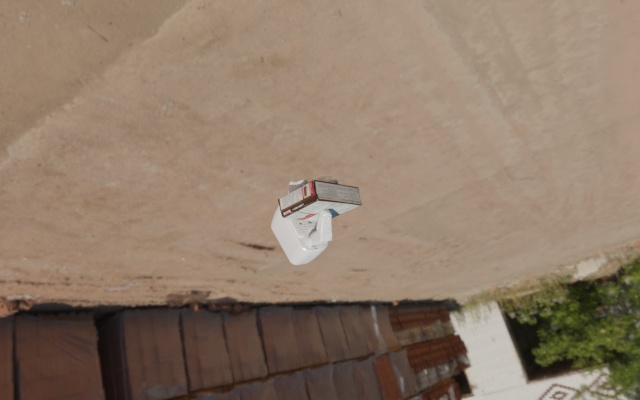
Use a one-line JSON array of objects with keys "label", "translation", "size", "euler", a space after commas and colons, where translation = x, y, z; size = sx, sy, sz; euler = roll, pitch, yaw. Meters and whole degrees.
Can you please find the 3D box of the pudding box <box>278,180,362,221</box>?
[{"label": "pudding box", "translation": [0.000, 0.003, 0.804], "size": [0.090, 0.039, 0.113], "euler": [-27, -22, 39]}]
